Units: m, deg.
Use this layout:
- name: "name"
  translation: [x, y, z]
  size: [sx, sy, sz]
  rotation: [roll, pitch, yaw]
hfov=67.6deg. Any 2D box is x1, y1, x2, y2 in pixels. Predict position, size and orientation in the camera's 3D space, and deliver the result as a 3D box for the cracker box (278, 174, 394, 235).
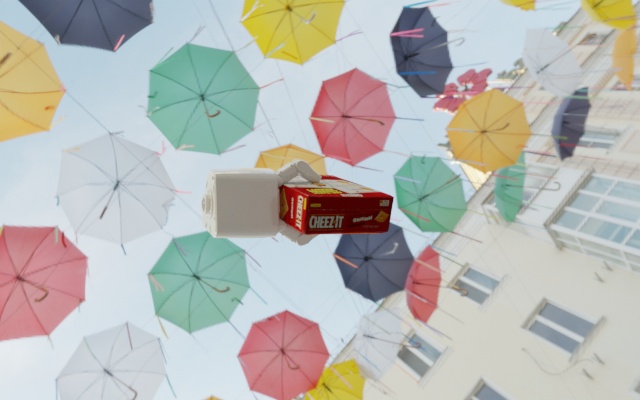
- name: "cracker box"
  translation: [0.000, 0.003, 0.853]
  size: [0.164, 0.072, 0.213]
  rotation: [0, 13, -28]
